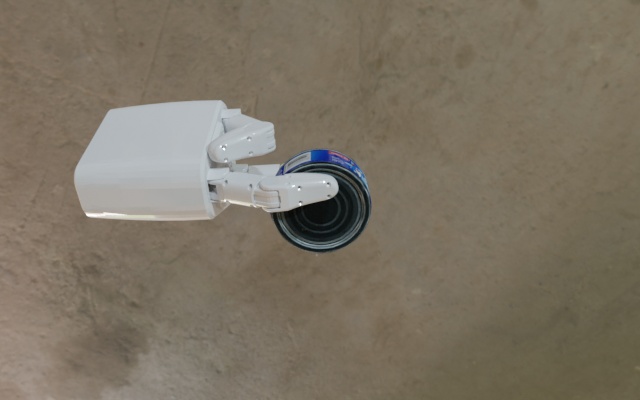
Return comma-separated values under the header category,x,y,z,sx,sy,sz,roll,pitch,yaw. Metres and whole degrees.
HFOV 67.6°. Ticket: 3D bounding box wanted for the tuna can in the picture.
category,x,y,z,sx,sy,sz,roll,pitch,yaw
tuna can,0.000,0.002,0.406,0.086,0.086,0.033,0,25,-1
